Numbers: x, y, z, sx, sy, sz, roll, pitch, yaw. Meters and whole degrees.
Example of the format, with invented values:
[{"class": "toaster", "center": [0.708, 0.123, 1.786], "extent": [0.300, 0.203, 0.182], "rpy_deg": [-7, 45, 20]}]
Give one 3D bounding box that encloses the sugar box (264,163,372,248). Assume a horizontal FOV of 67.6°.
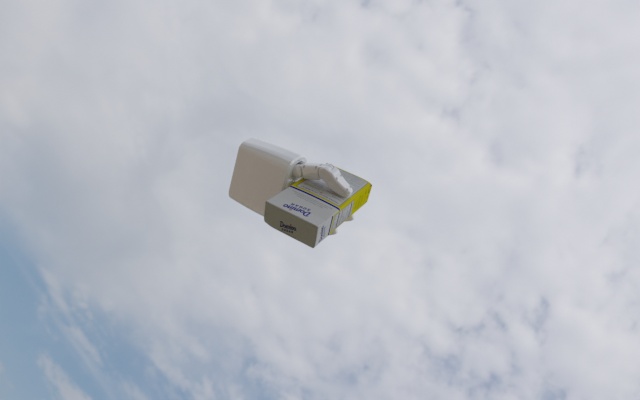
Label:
[{"class": "sugar box", "center": [0.000, 0.003, 0.745], "extent": [0.093, 0.048, 0.176], "rpy_deg": [26, 36, 22]}]
